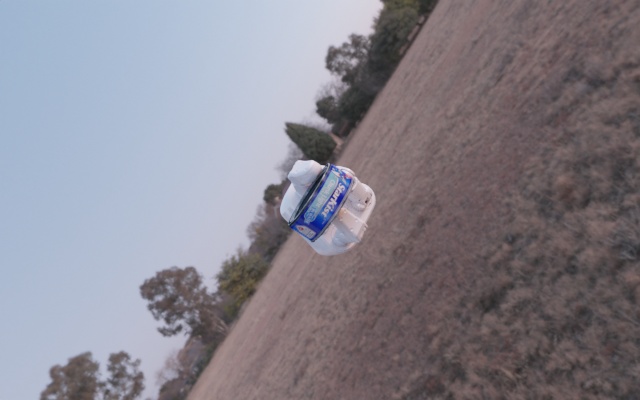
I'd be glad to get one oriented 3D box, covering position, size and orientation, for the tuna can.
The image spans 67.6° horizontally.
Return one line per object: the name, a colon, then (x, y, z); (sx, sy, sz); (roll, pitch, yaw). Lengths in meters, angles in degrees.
tuna can: (0.000, 0.001, 0.529); (0.034, 0.086, 0.086); (33, -5, -7)
